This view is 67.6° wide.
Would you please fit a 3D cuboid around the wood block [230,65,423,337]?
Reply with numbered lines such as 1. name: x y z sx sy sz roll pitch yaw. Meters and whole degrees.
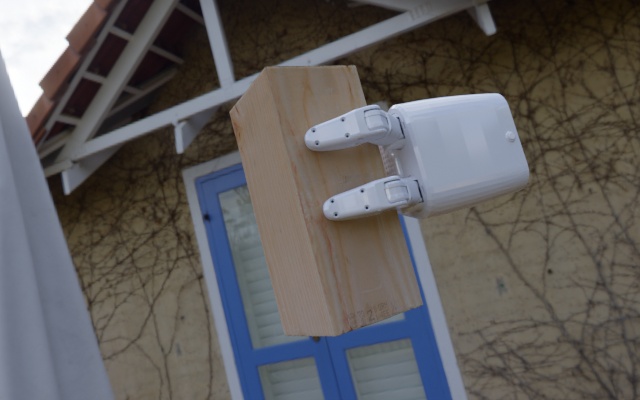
1. wood block: 0.000 0.001 0.407 0.090 0.206 0.091 -11 -8 -30
